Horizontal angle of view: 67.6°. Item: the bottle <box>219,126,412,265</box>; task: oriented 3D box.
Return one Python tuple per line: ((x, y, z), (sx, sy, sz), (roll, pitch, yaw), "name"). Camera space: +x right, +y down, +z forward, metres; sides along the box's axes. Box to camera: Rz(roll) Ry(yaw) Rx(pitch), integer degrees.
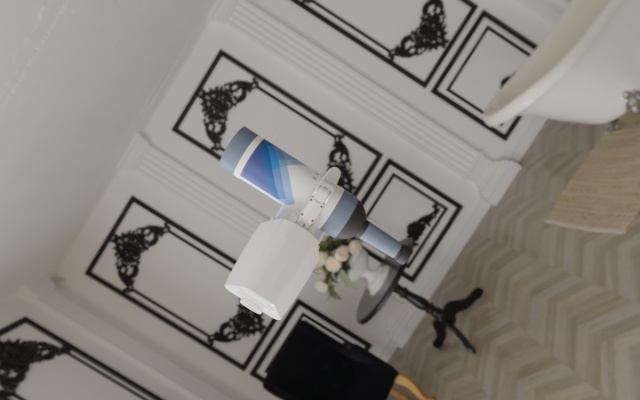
((0.000, 0.002, 0.677), (0.296, 0.069, 0.069), (32, -2, -2), "bottle")
